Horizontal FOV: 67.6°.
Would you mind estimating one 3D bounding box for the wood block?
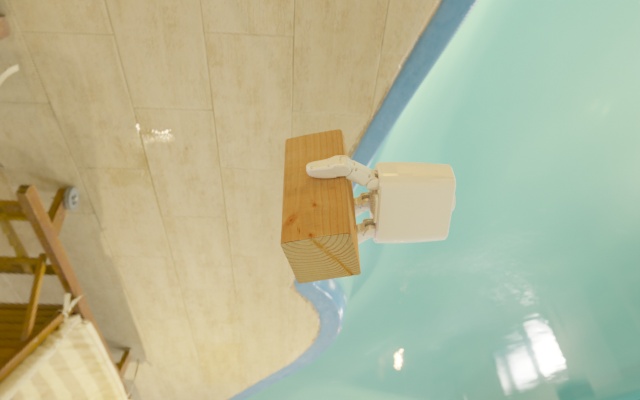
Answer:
[{"bbox_3d":[0.000,0.002,0.681,0.090,0.206,0.091,-9,-45,8],"label":"wood block"}]
